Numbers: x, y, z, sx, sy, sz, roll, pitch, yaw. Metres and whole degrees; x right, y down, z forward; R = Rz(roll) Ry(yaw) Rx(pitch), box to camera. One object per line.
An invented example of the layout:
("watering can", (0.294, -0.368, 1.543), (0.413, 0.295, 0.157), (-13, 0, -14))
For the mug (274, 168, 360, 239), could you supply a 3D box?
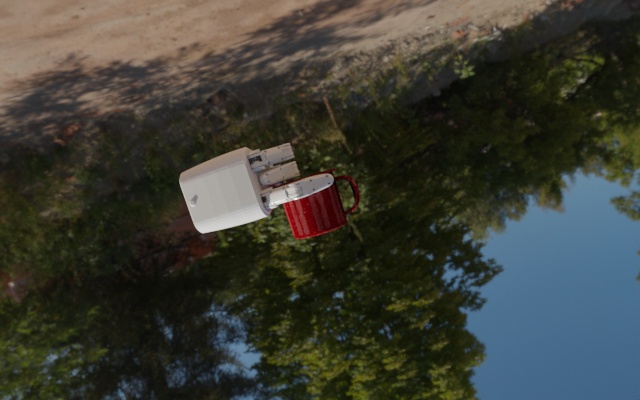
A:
("mug", (0.002, 0.002, 0.687), (0.117, 0.081, 0.093), (-16, 4, 14))
